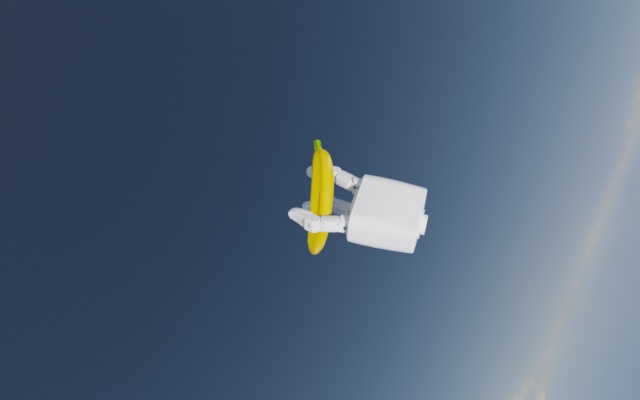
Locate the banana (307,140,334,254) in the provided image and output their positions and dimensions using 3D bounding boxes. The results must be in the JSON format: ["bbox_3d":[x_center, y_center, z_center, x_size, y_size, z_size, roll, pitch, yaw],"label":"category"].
[{"bbox_3d":[0.000,0.004,0.782,0.037,0.198,0.069,4,13,-2],"label":"banana"}]
